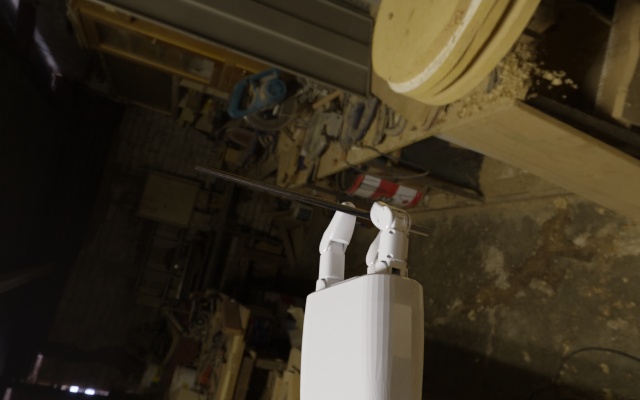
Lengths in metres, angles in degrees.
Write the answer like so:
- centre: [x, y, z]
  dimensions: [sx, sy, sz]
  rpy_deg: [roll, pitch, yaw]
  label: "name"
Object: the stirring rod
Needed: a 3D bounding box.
- centre: [0.000, 0.002, 0.459]
  dimensions: [0.239, 0.011, 0.011]
  rpy_deg: [16, -5, -17]
  label: "stirring rod"
